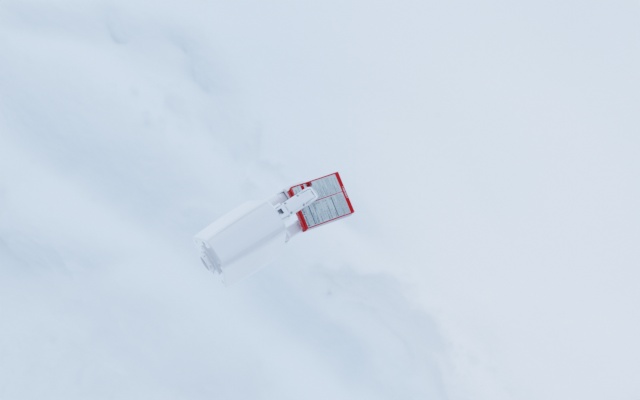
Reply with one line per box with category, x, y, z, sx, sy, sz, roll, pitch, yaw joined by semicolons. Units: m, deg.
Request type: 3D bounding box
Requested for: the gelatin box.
gelatin box;0.001;0.002;0.767;0.089;0.073;0.030;-19;-10;-18
